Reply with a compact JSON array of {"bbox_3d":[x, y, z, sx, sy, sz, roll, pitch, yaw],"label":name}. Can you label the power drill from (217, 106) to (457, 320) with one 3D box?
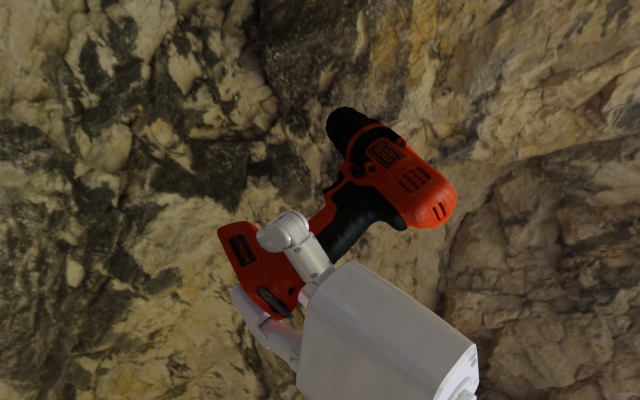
[{"bbox_3d":[0.000,0.002,0.431,0.057,0.187,0.184,52,0,-40],"label":"power drill"}]
